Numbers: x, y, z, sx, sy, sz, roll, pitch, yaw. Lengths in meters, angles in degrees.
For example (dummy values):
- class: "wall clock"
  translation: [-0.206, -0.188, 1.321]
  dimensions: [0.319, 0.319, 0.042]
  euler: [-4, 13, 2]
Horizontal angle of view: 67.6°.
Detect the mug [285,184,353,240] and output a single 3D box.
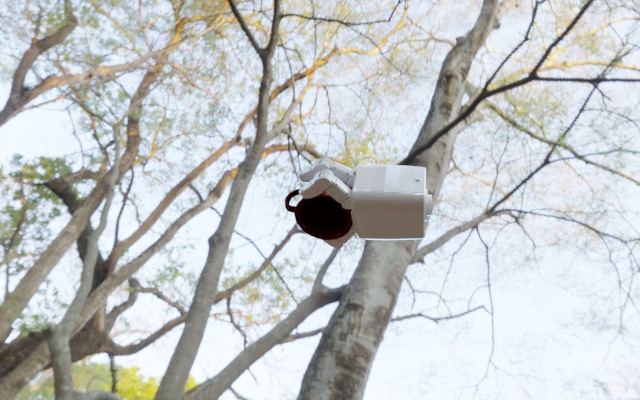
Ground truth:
- class: "mug"
  translation: [-0.001, 0.002, 0.775]
  dimensions: [0.117, 0.093, 0.081]
  euler: [2, 38, 13]
